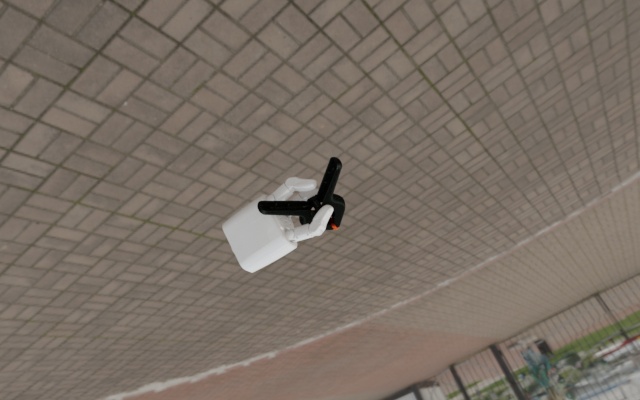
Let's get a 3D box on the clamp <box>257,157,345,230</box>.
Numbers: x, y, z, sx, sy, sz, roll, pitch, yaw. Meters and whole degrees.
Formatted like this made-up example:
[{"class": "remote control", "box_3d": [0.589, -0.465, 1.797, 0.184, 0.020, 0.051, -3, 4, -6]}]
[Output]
[{"class": "clamp", "box_3d": [0.000, 0.004, 0.889, 0.164, 0.036, 0.210, -34, -31, 12]}]
